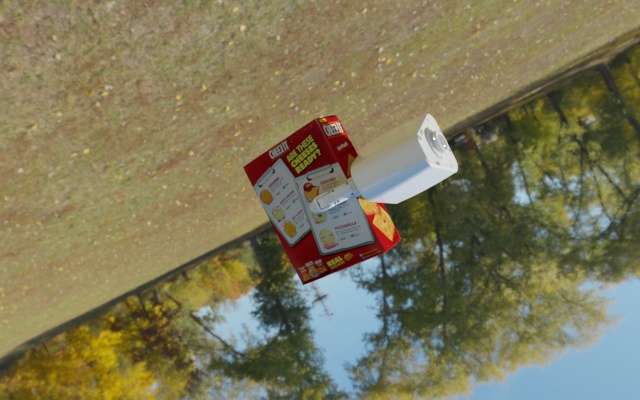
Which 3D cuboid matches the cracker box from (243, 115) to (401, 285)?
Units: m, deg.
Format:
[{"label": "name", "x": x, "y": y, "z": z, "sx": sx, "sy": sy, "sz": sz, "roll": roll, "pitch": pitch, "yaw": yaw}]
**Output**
[{"label": "cracker box", "x": 0.000, "y": 0.003, "z": 0.735, "sx": 0.164, "sy": 0.213, "sz": 0.072, "roll": -28, "pitch": -2, "yaw": 34}]
